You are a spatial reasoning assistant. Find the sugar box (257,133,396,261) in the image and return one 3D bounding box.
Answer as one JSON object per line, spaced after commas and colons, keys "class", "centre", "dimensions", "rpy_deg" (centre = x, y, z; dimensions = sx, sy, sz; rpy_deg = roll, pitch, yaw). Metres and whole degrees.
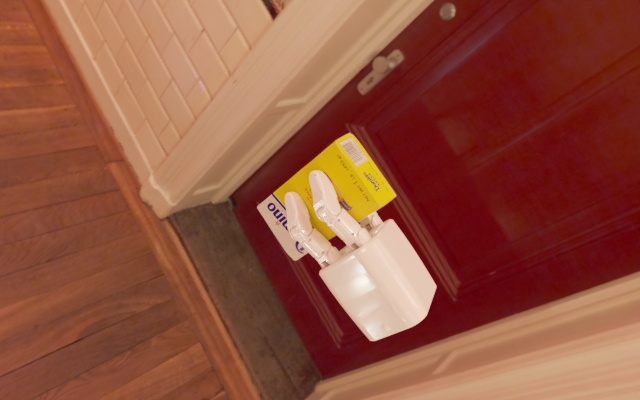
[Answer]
{"class": "sugar box", "centre": [0.000, 0.002, 0.599], "dimensions": [0.176, 0.093, 0.048], "rpy_deg": [-37, -4, 40]}
